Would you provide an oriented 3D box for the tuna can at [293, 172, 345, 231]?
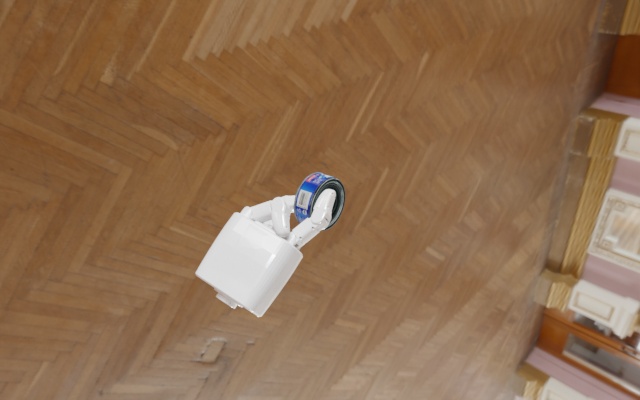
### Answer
[{"bbox_3d":[0.001,0.002,0.725,0.033,0.086,0.086,19,11,36],"label":"tuna can"}]
